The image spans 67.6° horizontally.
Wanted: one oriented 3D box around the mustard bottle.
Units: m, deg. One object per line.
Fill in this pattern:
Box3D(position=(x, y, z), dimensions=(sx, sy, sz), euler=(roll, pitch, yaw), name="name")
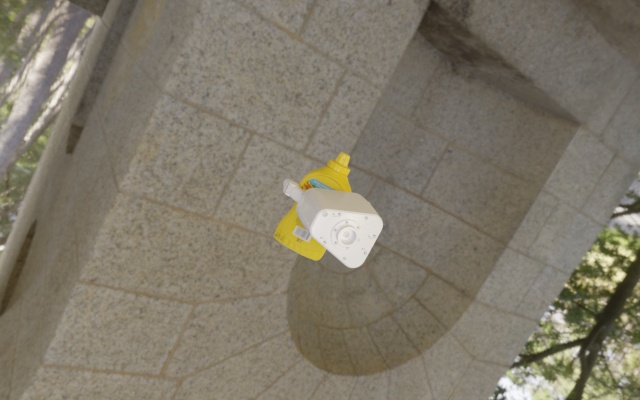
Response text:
Box3D(position=(0.000, 0.003, 0.847), dimensions=(0.096, 0.191, 0.058), euler=(28, 10, 6), name="mustard bottle")
